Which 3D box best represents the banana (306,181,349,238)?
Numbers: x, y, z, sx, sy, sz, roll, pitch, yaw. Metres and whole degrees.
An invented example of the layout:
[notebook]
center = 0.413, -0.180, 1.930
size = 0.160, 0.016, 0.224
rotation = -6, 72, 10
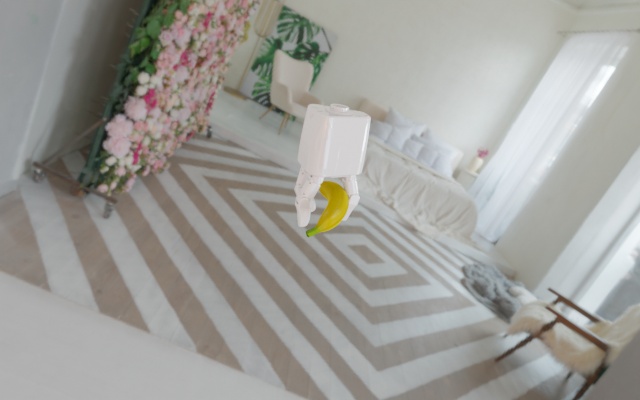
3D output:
[banana]
center = 0.018, 0.003, 0.867
size = 0.069, 0.037, 0.197
rotation = -4, 25, 9
